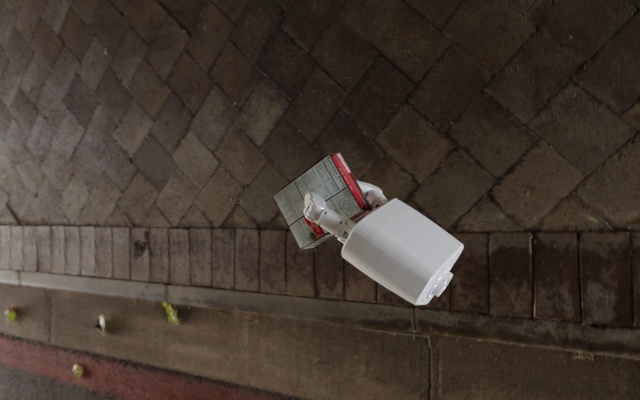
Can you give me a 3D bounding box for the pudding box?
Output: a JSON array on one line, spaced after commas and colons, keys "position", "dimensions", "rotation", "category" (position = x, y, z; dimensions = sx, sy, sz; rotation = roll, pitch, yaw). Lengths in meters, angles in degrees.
[{"position": [0.000, 0.002, 0.641], "dimensions": [0.113, 0.090, 0.039], "rotation": [-34, -13, 25], "category": "pudding box"}]
